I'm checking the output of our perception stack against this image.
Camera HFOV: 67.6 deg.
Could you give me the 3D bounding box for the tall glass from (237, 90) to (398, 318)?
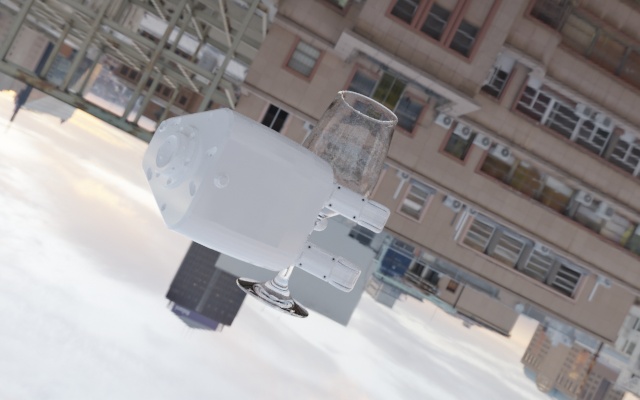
[{"bbox_3d":[0.000,0.002,0.444,0.079,0.201,0.079,27,-1,1],"label":"tall glass"}]
